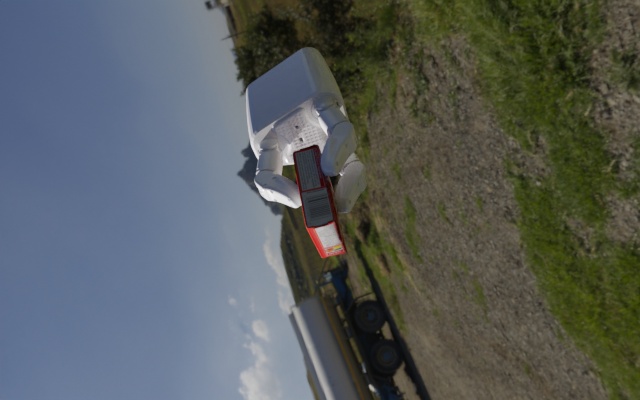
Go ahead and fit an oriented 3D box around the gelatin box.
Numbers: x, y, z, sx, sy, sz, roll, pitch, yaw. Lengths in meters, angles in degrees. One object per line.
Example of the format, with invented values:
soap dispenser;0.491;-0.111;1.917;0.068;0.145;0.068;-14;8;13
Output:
gelatin box;0.000;0.002;0.473;0.030;0.089;0.073;-14;-31;4
